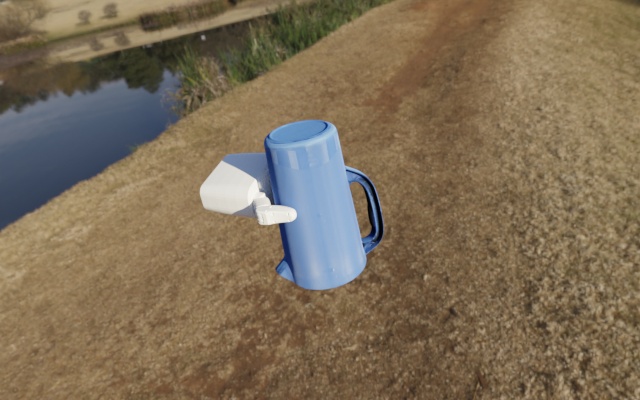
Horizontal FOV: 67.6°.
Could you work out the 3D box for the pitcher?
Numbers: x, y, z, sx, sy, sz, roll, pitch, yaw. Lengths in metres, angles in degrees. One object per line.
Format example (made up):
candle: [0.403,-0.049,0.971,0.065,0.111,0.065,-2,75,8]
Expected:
pitcher: [0.000,0.002,0.742,0.145,0.243,0.149,6,31,30]
